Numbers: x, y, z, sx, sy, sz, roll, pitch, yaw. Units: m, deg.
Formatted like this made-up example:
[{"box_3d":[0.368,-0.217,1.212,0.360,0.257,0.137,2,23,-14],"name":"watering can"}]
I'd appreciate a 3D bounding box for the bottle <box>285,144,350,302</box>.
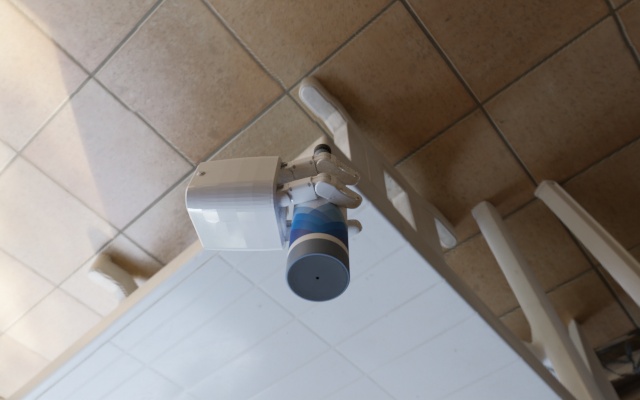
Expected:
[{"box_3d":[0.000,0.002,0.610,0.069,0.069,0.295,0,32,1],"name":"bottle"}]
